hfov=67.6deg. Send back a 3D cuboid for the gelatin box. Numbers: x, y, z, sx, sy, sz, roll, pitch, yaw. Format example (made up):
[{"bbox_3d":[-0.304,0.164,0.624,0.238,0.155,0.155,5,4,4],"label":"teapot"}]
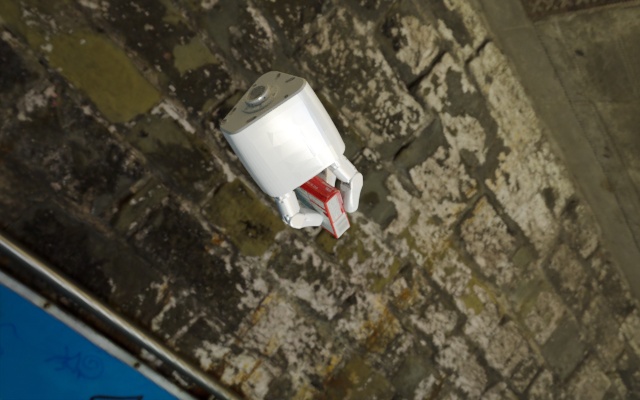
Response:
[{"bbox_3d":[0.000,0.003,0.665,0.073,0.030,0.089,35,-21,34],"label":"gelatin box"}]
